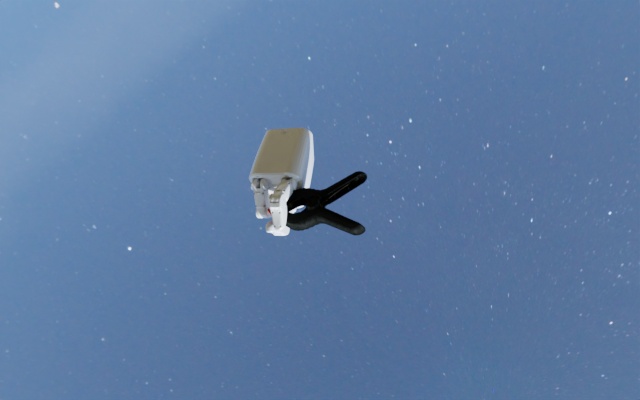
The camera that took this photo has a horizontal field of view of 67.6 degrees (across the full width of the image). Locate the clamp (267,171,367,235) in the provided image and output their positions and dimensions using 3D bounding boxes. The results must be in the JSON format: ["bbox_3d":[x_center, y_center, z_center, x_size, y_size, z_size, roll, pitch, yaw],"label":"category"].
[{"bbox_3d":[0.000,0.003,0.785,0.171,0.120,0.039,2,-42,20],"label":"clamp"}]
